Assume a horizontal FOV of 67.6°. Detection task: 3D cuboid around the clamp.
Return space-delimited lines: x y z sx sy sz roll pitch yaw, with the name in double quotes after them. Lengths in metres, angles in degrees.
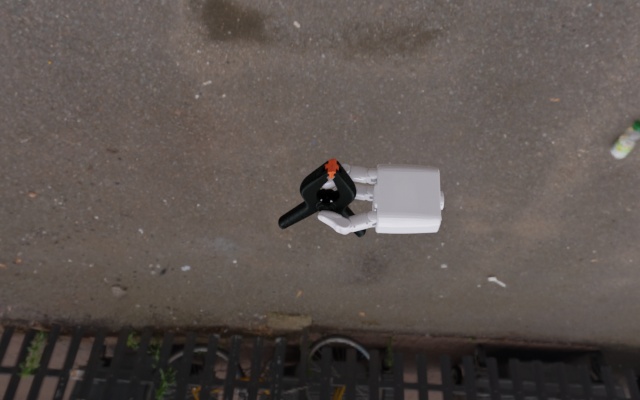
0.000 0.003 0.826 0.164 0.036 0.210 1 -33 3 "clamp"
